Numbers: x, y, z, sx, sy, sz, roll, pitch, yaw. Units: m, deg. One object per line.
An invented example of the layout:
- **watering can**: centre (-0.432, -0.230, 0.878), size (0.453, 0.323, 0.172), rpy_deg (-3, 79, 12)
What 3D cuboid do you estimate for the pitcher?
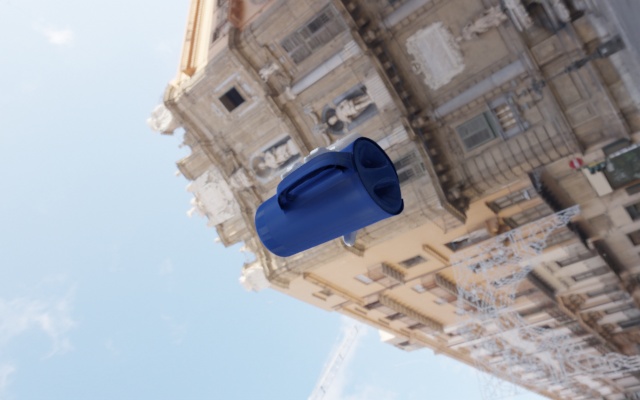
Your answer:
- **pitcher**: centre (0.000, 0.003, 0.787), size (0.243, 0.149, 0.145), rpy_deg (-28, 12, 32)
